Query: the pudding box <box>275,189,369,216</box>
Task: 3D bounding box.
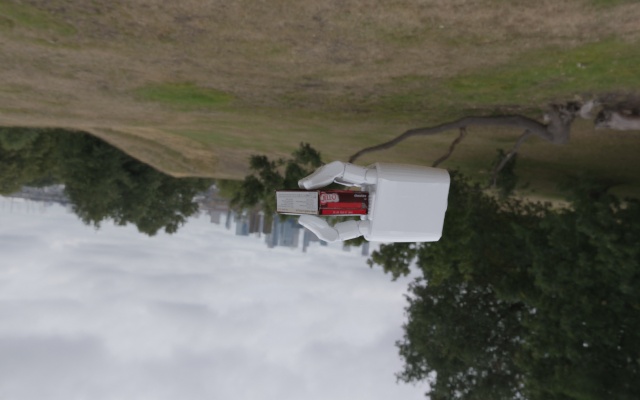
[{"bbox_3d":[0.000,0.002,0.688,0.090,0.039,0.113,2,-2,-37],"label":"pudding box"}]
